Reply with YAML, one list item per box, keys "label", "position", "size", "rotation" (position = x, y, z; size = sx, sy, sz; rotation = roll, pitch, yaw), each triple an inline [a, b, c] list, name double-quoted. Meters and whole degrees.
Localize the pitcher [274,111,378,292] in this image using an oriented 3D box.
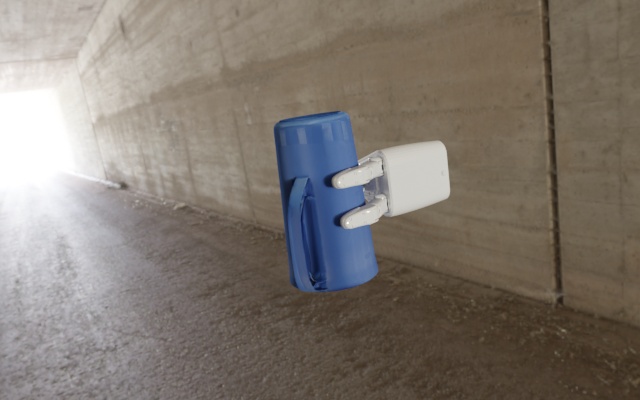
- label: "pitcher"
  position: [0.000, 0.002, 0.679]
  size: [0.145, 0.243, 0.149]
  rotation: [-13, 13, -19]
